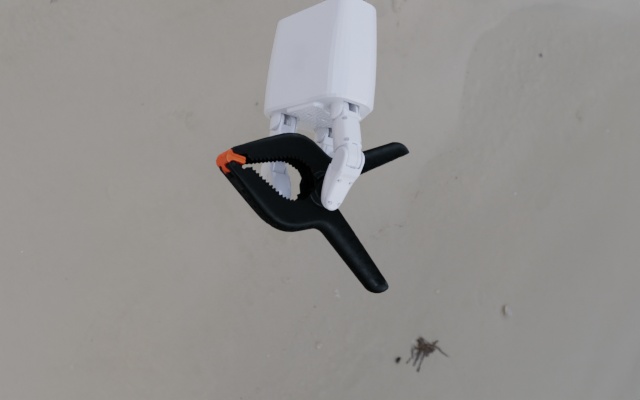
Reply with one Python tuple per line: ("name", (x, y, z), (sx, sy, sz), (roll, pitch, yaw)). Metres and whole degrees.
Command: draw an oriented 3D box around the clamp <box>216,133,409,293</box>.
("clamp", (0.000, 0.001, 0.464), (0.210, 0.164, 0.036), (11, -13, -31))
